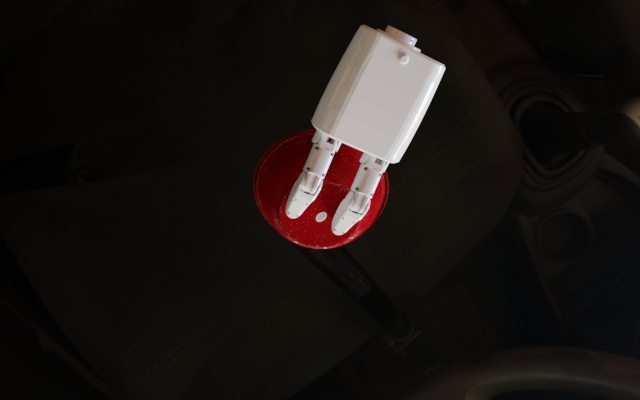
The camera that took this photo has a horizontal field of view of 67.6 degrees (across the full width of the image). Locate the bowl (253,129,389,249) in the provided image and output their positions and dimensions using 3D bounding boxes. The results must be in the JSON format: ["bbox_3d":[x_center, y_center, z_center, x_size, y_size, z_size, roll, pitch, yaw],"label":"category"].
[{"bbox_3d":[0.000,0.003,0.549,0.162,0.162,0.055,0,34,1],"label":"bowl"}]
